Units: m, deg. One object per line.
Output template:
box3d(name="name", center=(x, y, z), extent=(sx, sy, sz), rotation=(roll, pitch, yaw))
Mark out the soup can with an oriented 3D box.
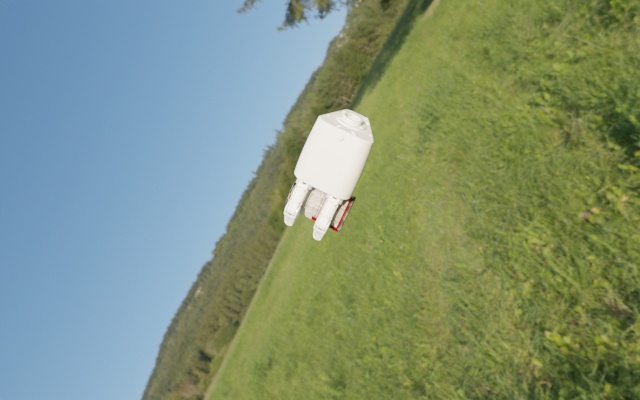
box3d(name="soup can", center=(0.000, 0.003, 0.811), extent=(0.102, 0.068, 0.068), rotation=(26, 2, 4))
